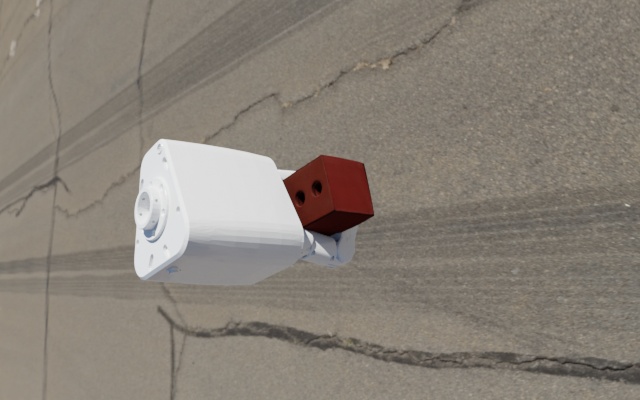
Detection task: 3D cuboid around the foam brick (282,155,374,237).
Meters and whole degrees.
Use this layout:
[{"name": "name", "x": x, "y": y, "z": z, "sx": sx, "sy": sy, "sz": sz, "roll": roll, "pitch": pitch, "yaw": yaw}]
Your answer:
[{"name": "foam brick", "x": 0.000, "y": 0.001, "z": 0.428, "sx": 0.051, "sy": 0.053, "sz": 0.078, "roll": 9, "pitch": -29, "yaw": -42}]
